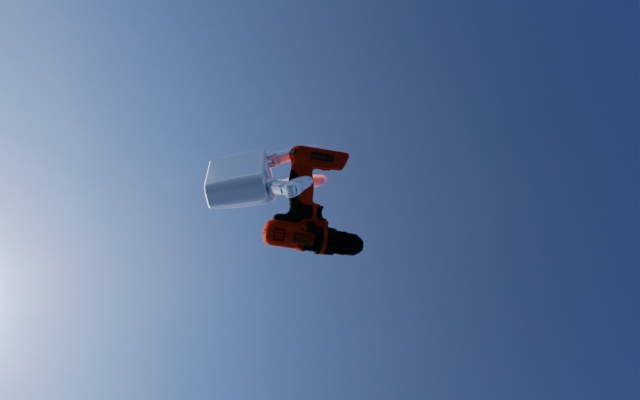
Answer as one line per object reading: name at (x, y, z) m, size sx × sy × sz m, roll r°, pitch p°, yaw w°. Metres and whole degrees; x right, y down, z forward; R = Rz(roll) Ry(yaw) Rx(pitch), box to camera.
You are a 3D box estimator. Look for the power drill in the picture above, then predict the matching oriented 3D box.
power drill at (0.000, 0.002, 0.856) m, size 0.184 × 0.187 × 0.057 m, roll 9°, pitch -1°, yaw -14°
